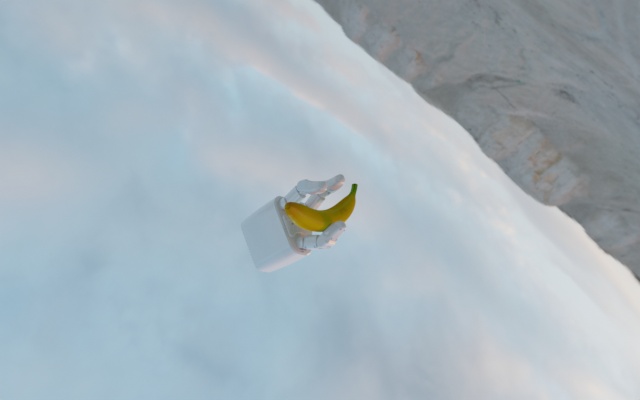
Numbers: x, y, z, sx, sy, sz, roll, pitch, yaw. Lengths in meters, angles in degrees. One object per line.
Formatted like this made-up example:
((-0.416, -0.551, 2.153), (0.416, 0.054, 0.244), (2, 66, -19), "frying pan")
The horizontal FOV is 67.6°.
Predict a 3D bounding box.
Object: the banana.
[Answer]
((0.006, 0.020, 0.817), (0.037, 0.069, 0.198), (-9, 6, 37), "banana")
